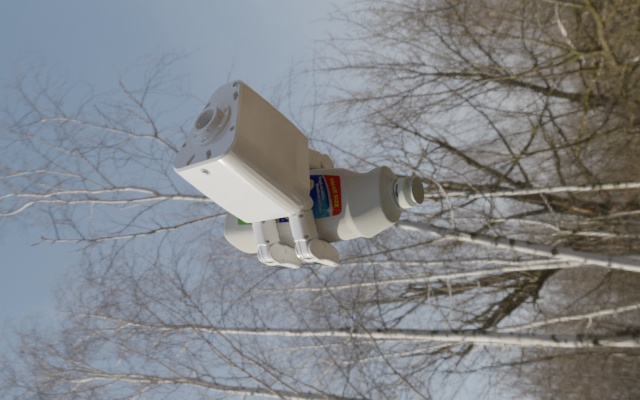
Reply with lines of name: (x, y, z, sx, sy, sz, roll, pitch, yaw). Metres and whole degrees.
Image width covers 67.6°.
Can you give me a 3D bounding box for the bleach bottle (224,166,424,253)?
bleach bottle: (0.000, 0.002, 0.553, 0.251, 0.102, 0.068, -11, -36, 37)
